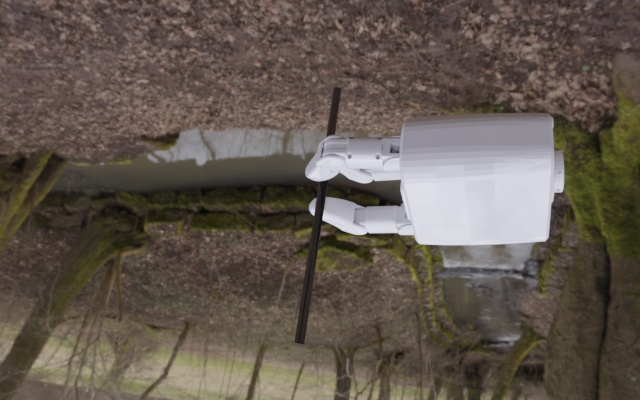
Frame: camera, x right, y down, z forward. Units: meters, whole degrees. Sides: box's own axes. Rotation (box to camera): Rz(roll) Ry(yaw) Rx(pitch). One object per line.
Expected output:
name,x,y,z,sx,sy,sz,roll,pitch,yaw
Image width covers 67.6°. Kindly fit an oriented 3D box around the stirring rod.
stirring rod,0.000,0.001,0.418,0.011,0.239,0.011,7,-23,3
